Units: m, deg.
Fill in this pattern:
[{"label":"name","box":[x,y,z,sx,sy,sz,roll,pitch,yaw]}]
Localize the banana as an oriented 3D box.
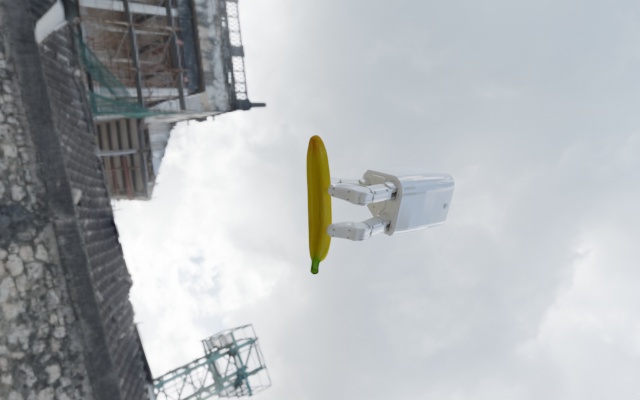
[{"label":"banana","box":[-0.001,0.004,0.702,0.037,0.198,0.069,-2,5,-3]}]
